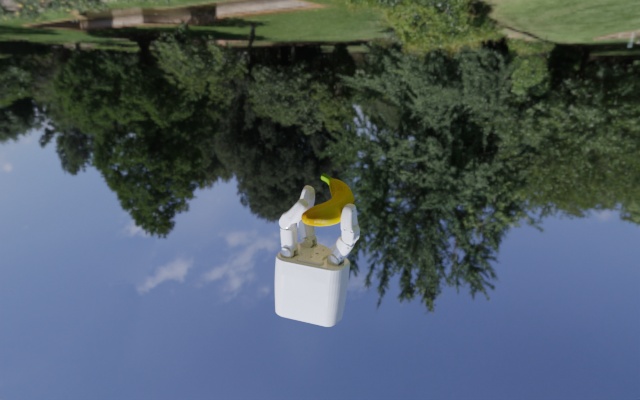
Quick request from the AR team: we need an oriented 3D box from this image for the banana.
[{"bbox_3d":[0.019,0.005,0.766,0.069,0.037,0.197,11,20,5],"label":"banana"}]
